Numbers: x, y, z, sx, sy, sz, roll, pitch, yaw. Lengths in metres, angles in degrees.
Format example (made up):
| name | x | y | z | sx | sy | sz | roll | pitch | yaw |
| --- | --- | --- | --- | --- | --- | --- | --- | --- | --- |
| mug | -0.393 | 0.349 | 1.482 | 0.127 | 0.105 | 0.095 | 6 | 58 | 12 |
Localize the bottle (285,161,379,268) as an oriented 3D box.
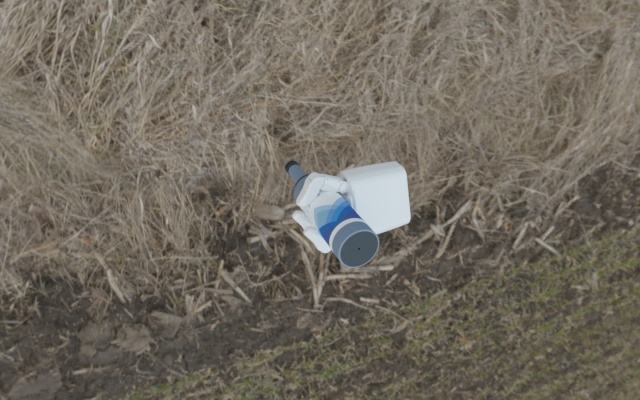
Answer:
| name | x | y | z | sx | sy | sz | roll | pitch | yaw |
| --- | --- | --- | --- | --- | --- | --- | --- | --- | --- |
| bottle | 0.000 | 0.003 | 0.812 | 0.069 | 0.069 | 0.295 | 0 | 28 | -26 |
